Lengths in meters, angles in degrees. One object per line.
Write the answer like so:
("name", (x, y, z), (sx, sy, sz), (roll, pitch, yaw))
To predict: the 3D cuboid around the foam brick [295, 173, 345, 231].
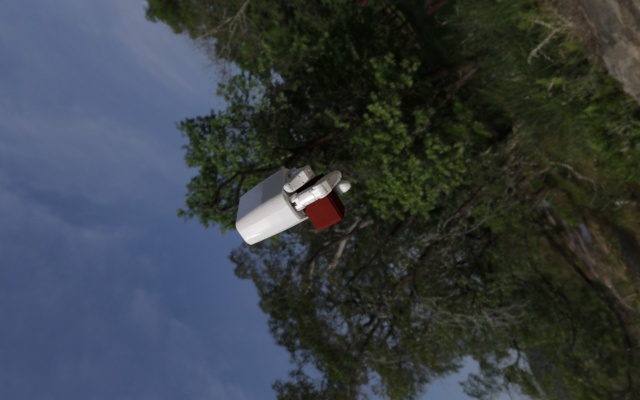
("foam brick", (0.000, 0.003, 0.820), (0.051, 0.078, 0.053), (-30, 13, 16))
